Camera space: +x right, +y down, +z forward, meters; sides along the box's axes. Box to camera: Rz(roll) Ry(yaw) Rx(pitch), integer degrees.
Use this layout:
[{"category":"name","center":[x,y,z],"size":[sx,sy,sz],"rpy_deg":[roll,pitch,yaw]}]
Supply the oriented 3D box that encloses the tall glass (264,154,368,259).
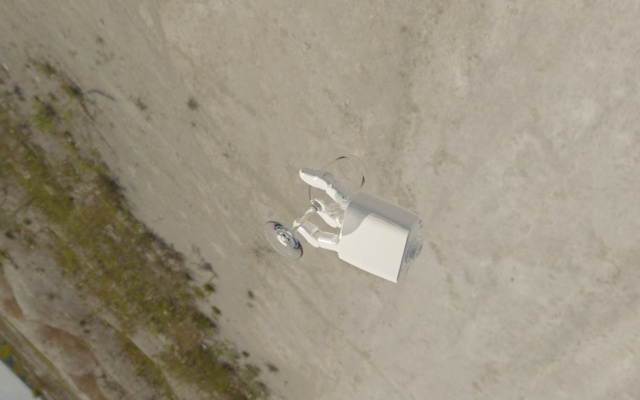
[{"category":"tall glass","center":[0.000,0.003,0.779],"size":[0.079,0.079,0.201],"rpy_deg":[0,36,44]}]
